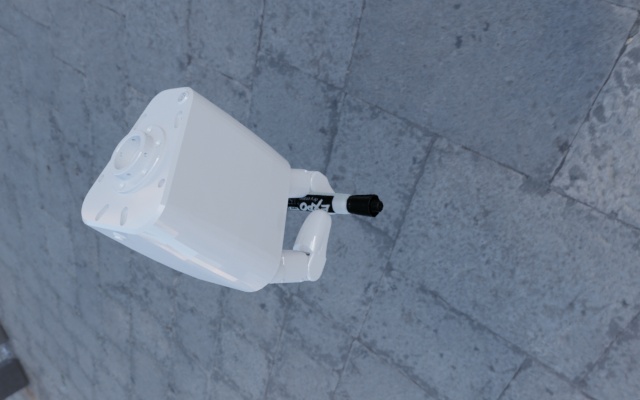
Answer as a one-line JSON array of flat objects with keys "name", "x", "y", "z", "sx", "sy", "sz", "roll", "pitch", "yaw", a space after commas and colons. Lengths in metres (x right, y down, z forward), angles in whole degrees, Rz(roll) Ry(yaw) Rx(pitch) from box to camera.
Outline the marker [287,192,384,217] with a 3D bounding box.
[{"name": "marker", "x": 0.000, "y": 0.001, "z": 0.415, "sx": 0.121, "sy": 0.020, "sz": 0.020, "roll": 4, "pitch": 2, "yaw": 38}]
